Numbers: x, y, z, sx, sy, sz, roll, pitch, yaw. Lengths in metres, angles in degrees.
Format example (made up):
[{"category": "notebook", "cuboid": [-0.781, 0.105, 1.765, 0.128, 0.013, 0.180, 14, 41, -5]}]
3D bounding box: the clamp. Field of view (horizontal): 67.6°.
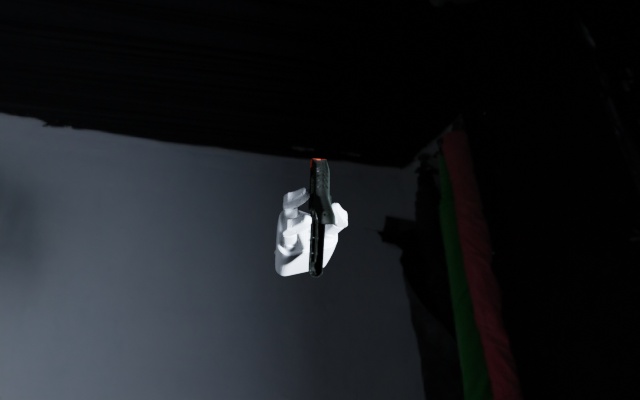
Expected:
[{"category": "clamp", "cuboid": [0.001, 0.002, 0.803, 0.036, 0.209, 0.165, 4, -33, -7]}]
